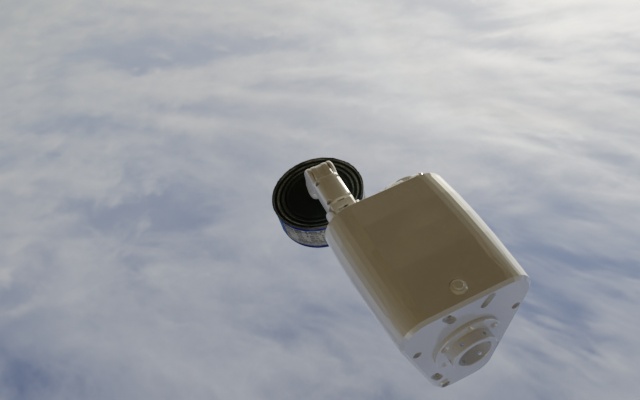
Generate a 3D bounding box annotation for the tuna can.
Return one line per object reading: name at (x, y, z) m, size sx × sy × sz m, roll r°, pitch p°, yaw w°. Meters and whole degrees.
tuna can at (0.000, 0.002, 0.447) m, size 0.086 × 0.086 × 0.034 m, roll 0°, pitch -40°, yaw 15°
